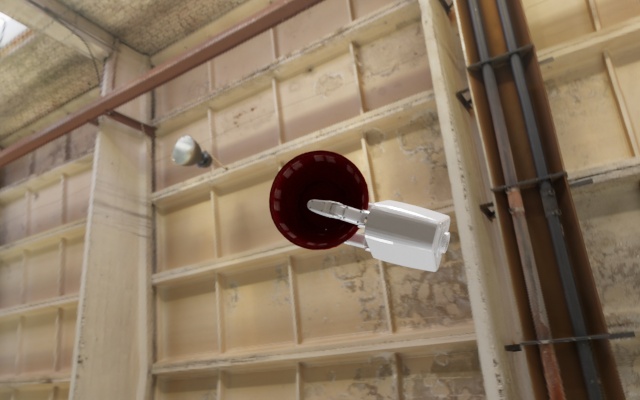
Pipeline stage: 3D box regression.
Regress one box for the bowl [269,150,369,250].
[{"bbox_3d":[-0.001,0.002,0.782,0.162,0.162,0.055,0,-10,9],"label":"bowl"}]
